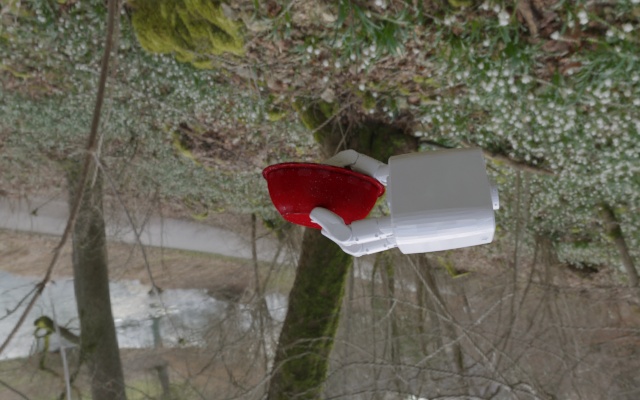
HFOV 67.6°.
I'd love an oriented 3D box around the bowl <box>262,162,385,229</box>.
[{"bbox_3d":[-0.001,0.002,0.617,0.162,0.055,0.162,8,-13,2],"label":"bowl"}]
